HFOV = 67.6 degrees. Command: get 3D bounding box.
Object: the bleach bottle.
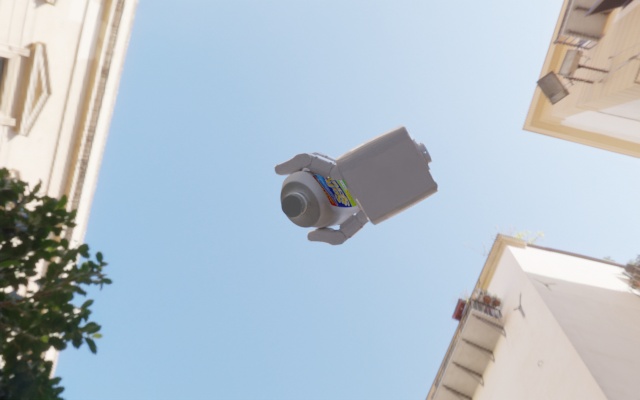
[{"bbox_3d":[0.000,0.002,0.714,0.068,0.102,0.251,-28,-2,16],"label":"bleach bottle"}]
